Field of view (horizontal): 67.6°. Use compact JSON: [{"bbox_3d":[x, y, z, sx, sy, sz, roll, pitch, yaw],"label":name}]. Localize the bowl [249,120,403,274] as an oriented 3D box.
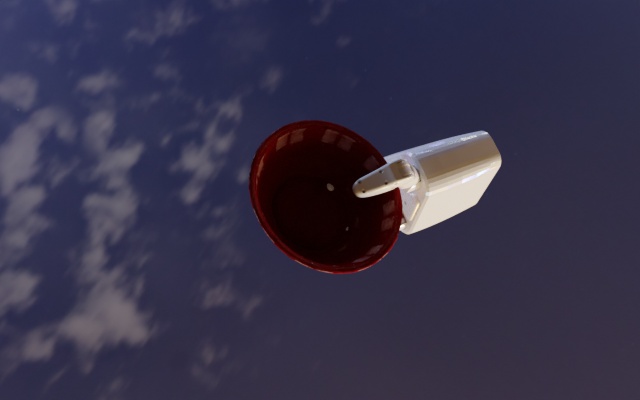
[{"bbox_3d":[-0.001,0.002,0.484,0.162,0.162,0.055,0,-22,-24],"label":"bowl"}]
